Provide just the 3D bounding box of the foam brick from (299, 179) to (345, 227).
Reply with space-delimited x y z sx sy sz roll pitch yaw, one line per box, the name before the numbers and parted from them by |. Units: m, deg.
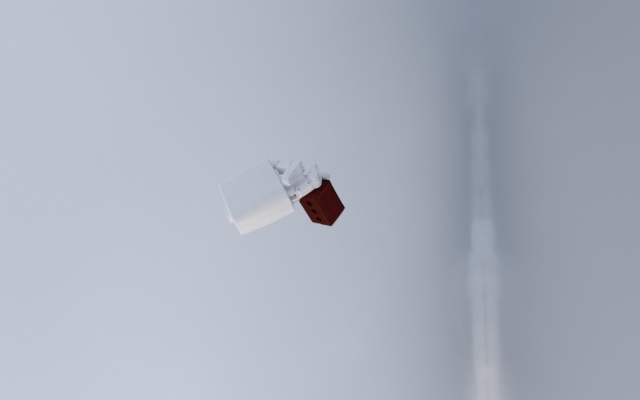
foam brick | 0.000 0.003 0.897 0.053 0.051 0.078 9 -37 41
